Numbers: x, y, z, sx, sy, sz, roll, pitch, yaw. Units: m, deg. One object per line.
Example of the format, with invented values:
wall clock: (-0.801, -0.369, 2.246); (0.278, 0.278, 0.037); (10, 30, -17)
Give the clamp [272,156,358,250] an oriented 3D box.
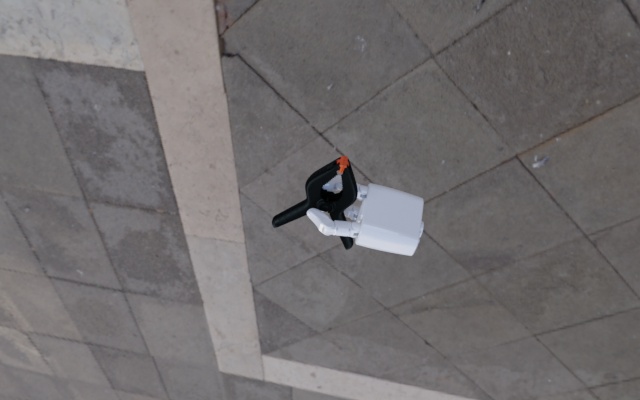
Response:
clamp: (0.000, 0.003, 0.871); (0.164, 0.210, 0.036); (12, 43, -2)
